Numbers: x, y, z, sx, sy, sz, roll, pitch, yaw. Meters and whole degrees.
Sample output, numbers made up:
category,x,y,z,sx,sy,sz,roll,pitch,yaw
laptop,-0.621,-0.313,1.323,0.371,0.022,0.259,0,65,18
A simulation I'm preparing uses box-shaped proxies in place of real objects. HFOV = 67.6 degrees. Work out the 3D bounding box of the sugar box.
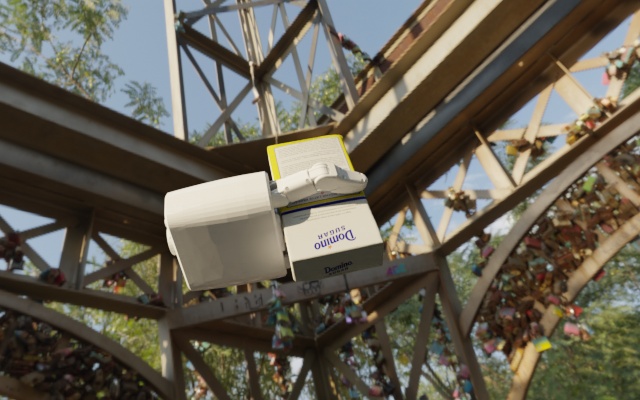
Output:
category,x,y,z,sx,sy,sz,roll,pitch,yaw
sugar box,0.000,0.002,0.522,0.093,0.176,0.048,-11,-42,-5
